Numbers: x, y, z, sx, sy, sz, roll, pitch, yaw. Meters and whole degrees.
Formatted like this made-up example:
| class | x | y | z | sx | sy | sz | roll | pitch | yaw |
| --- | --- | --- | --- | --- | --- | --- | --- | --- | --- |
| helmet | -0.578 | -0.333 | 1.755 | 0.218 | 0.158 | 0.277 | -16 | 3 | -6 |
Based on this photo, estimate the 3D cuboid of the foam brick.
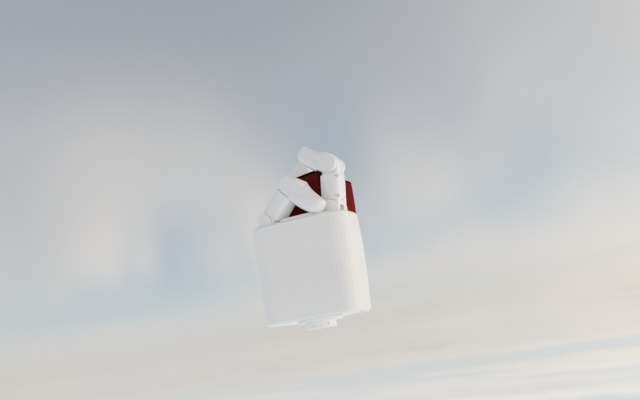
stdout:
| class | x | y | z | sx | sy | sz | roll | pitch | yaw |
| --- | --- | --- | --- | --- | --- | --- | --- | --- | --- |
| foam brick | 0.000 | 0.002 | 0.569 | 0.053 | 0.051 | 0.078 | -20 | -19 | 30 |
